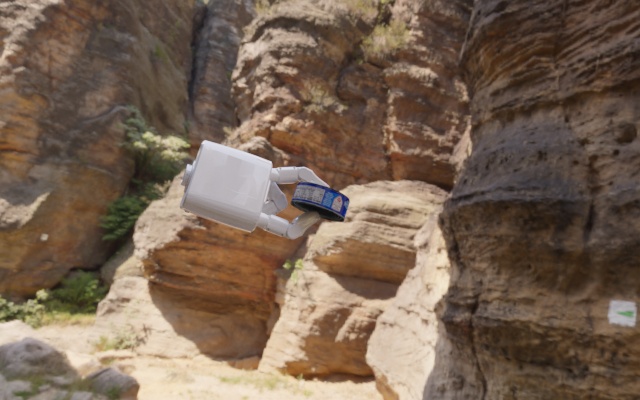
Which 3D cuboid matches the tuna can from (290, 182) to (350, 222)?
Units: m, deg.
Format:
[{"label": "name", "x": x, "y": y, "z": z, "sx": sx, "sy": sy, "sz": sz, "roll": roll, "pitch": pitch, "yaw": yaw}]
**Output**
[{"label": "tuna can", "x": 0.000, "y": 0.002, "z": 0.719, "sx": 0.086, "sy": 0.033, "sz": 0.086, "roll": 18, "pitch": -11, "yaw": 4}]
